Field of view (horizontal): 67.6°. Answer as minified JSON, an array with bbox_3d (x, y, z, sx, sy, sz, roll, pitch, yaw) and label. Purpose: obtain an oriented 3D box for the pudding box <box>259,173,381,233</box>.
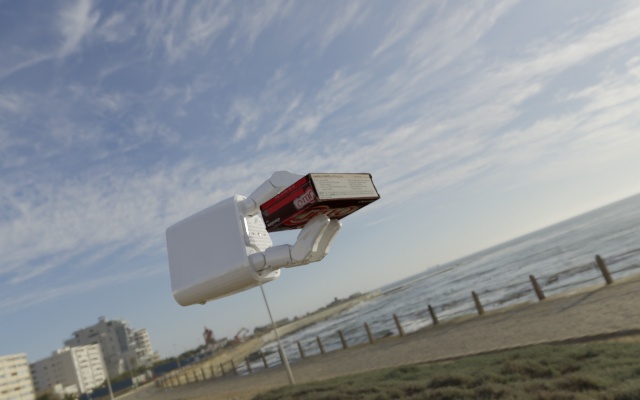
[{"bbox_3d":[0.000,0.002,0.554,0.090,0.039,0.113,-30,-15,39],"label":"pudding box"}]
